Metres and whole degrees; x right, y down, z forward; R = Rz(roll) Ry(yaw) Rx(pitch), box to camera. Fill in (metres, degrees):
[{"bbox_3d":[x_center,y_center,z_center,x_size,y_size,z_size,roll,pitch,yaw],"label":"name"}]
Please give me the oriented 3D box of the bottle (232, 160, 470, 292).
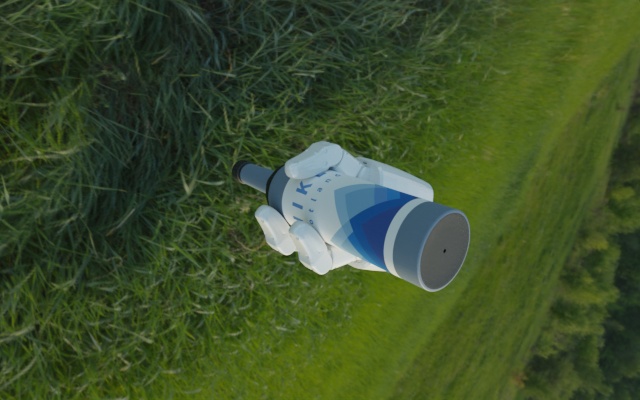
[{"bbox_3d":[0.000,0.002,0.470,0.069,0.069,0.295,0,15,-42],"label":"bottle"}]
